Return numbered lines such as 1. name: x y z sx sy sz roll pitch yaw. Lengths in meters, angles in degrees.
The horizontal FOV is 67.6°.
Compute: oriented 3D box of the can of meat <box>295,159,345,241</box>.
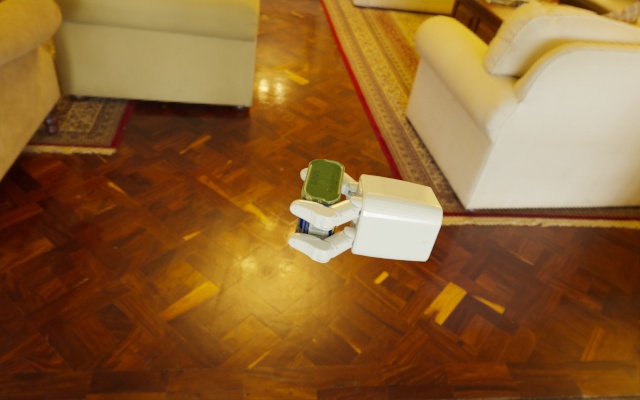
1. can of meat: 0.000 0.002 0.671 0.057 0.084 0.102 10 38 1
